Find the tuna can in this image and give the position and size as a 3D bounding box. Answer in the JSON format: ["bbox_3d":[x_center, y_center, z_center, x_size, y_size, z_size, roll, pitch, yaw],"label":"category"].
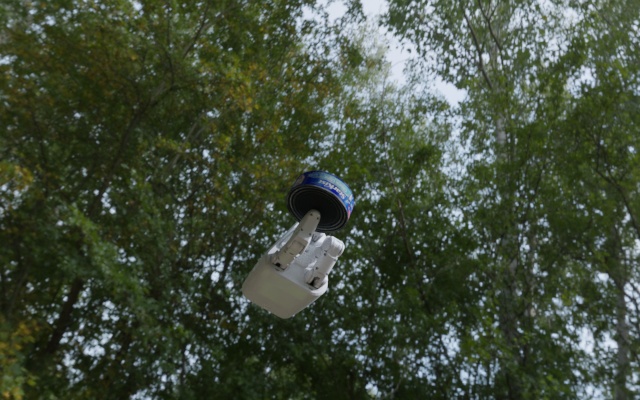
[{"bbox_3d":[0.000,0.002,0.629,0.086,0.086,0.033,0,43,27],"label":"tuna can"}]
